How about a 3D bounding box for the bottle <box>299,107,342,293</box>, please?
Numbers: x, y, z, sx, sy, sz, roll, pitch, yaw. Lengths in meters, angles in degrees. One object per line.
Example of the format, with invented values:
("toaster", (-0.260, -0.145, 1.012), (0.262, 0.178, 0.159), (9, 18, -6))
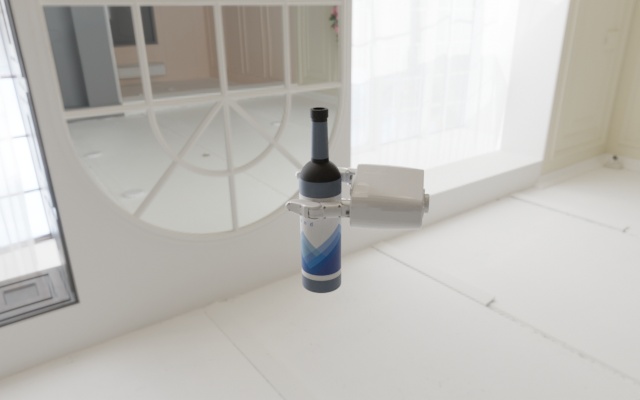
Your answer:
("bottle", (0.000, 0.003, 0.753), (0.069, 0.296, 0.069), (-1, 22, 0))
